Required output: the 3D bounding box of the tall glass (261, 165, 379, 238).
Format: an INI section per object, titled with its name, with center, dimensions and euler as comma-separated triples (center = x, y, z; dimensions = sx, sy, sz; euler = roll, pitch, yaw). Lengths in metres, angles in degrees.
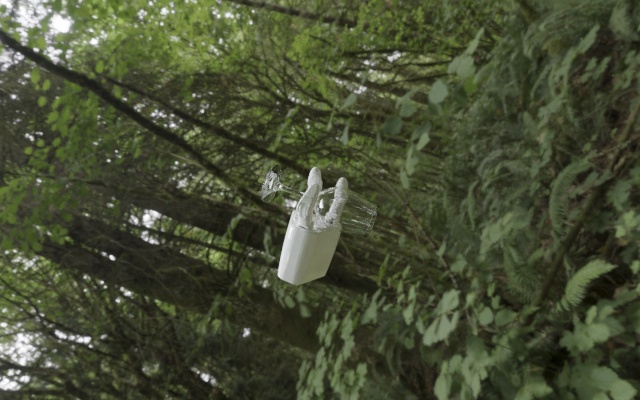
[tall glass]
center = 0.000, 0.002, 0.852
dimensions = 0.201, 0.079, 0.079
euler = 20, 5, 14
